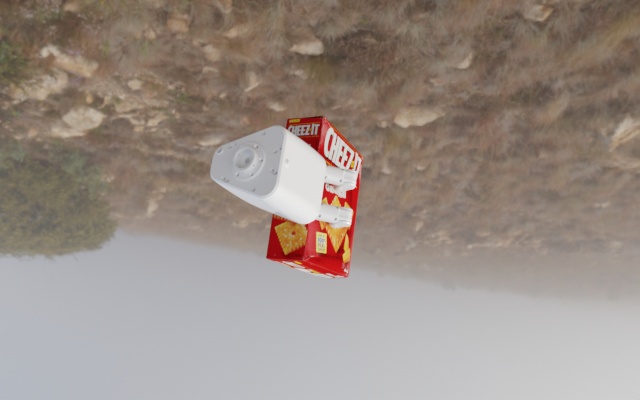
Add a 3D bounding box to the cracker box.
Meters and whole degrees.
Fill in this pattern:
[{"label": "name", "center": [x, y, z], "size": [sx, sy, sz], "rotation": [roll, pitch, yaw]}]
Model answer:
[{"label": "cracker box", "center": [0.000, 0.003, 0.736], "size": [0.072, 0.213, 0.164], "rotation": [1, -17, 27]}]
